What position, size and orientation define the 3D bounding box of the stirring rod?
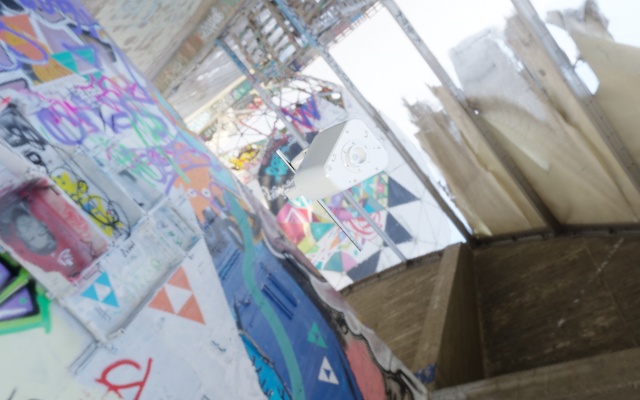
[{"bbox_3d":[0.000,0.003,0.858,0.011,0.239,0.011,-38,13,10],"label":"stirring rod"}]
